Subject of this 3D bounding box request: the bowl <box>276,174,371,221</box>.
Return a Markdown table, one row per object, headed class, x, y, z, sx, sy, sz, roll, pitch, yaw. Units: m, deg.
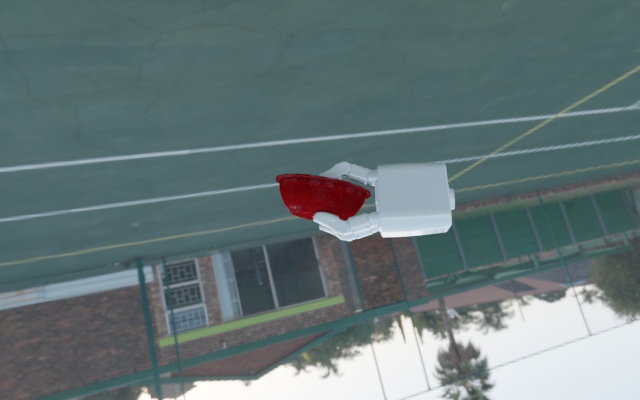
| class | x | y | z | sx | sy | sz | roll | pitch | yaw |
| --- | --- | --- | --- | --- | --- | --- | --- | --- | --- |
| bowl | -0.001 | 0.003 | 0.792 | 0.162 | 0.055 | 0.162 | 10 | -9 | 2 |
